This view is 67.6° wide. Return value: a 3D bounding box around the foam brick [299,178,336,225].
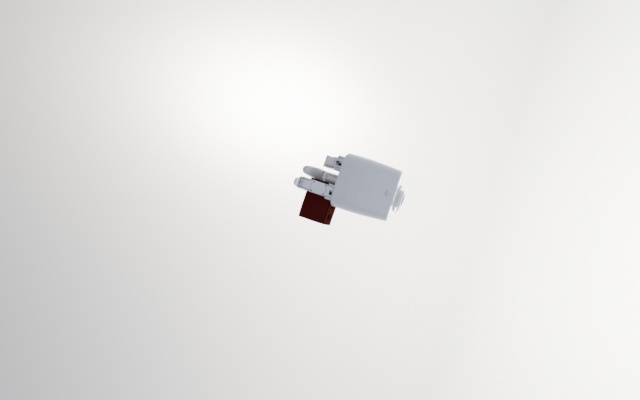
[{"bbox_3d":[0.000,0.003,0.891,0.051,0.078,0.053,19,0,15],"label":"foam brick"}]
